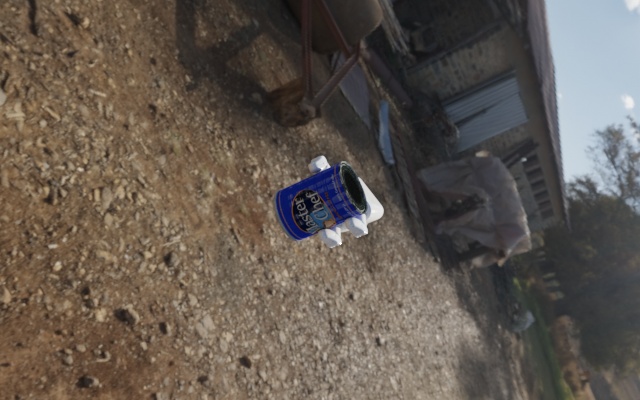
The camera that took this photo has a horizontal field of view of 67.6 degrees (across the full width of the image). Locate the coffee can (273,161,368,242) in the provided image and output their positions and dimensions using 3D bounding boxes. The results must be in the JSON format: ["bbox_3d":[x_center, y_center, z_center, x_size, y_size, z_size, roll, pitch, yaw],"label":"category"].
[{"bbox_3d":[0.000,0.003,0.866,0.140,0.103,0.103,-24,-9,21],"label":"coffee can"}]
